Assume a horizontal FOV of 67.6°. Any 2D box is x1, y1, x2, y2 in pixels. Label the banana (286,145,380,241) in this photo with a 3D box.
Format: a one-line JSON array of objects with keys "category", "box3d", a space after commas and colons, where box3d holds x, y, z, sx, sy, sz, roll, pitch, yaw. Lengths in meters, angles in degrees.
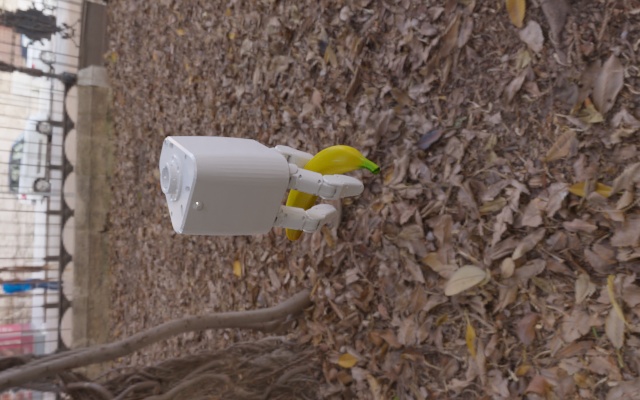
[{"category": "banana", "box3d": [-0.004, -0.016, 0.624, 0.037, 0.069, 0.198, -4, -26, -38]}]
